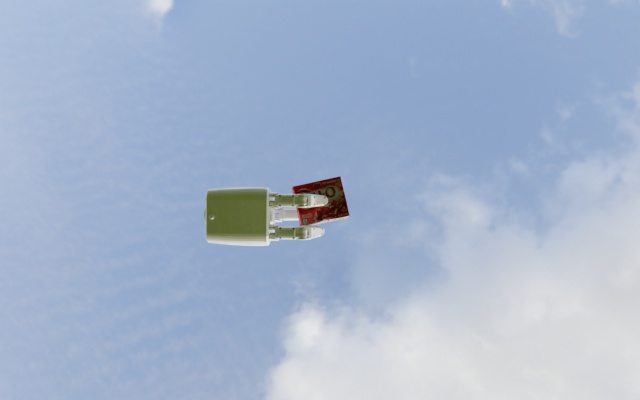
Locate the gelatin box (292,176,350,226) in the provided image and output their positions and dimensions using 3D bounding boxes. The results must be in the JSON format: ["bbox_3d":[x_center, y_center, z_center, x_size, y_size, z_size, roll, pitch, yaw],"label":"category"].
[{"bbox_3d":[0.000,0.003,0.843,0.089,0.073,0.030,-12,-8,-8],"label":"gelatin box"}]
